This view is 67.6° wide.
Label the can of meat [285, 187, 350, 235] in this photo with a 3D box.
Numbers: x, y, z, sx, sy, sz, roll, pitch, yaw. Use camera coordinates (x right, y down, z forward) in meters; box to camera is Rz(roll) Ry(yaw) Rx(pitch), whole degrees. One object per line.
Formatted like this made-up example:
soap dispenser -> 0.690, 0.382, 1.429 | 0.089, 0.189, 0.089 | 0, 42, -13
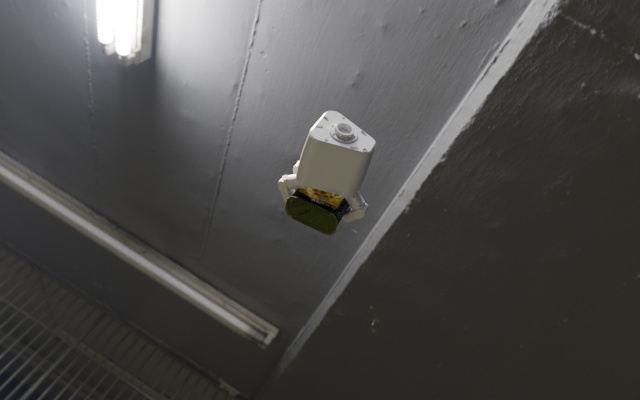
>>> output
can of meat -> 0.000, 0.003, 0.877 | 0.102, 0.057, 0.084 | 25, 48, 11
